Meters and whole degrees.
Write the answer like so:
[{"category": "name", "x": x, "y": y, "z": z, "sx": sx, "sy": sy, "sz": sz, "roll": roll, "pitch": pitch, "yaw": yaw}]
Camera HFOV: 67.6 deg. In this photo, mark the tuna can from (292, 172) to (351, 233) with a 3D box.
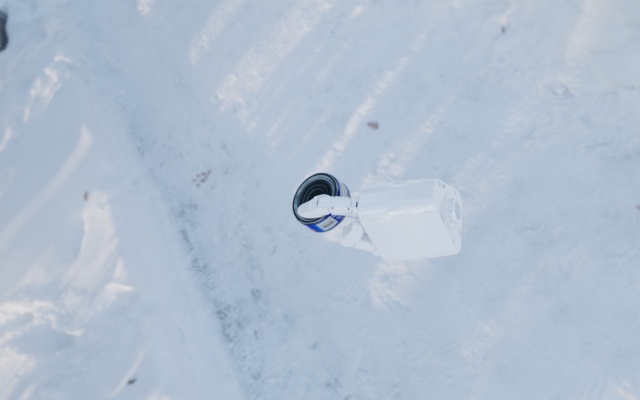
[{"category": "tuna can", "x": 0.000, "y": 0.002, "z": 0.707, "sx": 0.086, "sy": 0.086, "sz": 0.034, "roll": 0, "pitch": -24, "yaw": 39}]
